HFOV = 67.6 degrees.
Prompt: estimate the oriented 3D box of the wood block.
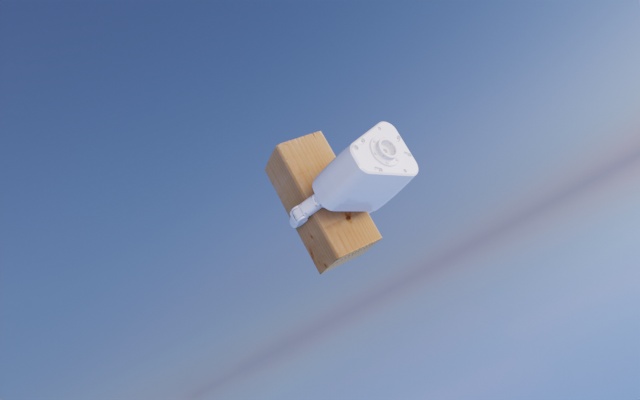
[{"bbox_3d":[0.000,0.003,0.788,0.091,0.206,0.090,-22,-15,-28],"label":"wood block"}]
